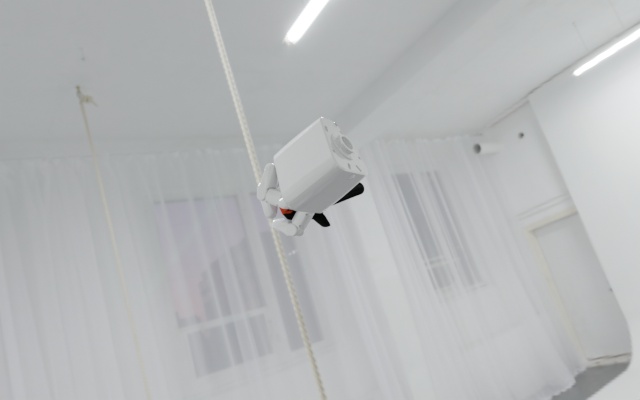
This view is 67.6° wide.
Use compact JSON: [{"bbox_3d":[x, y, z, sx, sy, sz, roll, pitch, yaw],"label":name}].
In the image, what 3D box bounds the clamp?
[{"bbox_3d":[0.000,0.002,0.834,0.120,0.039,0.171,-48,-27,22],"label":"clamp"}]
